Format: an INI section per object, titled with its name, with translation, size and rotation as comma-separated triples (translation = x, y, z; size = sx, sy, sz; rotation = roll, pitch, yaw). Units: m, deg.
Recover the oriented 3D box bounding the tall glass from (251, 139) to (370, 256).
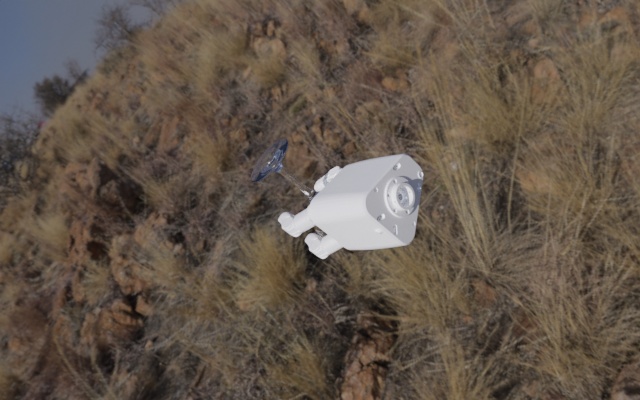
[tall glass]
translation = 0.000, 0.002, 0.687
size = 0.201, 0.079, 0.079
rotation = 39, -20, -26
